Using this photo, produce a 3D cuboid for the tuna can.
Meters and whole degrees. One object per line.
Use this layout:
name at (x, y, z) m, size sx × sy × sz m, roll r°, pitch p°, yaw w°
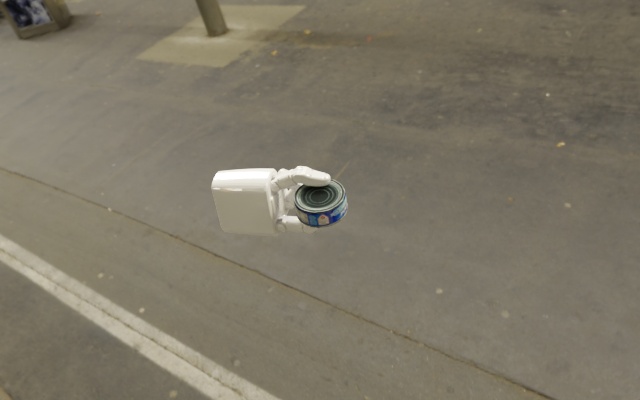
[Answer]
tuna can at (0.000, 0.002, 0.772) m, size 0.086 × 0.034 × 0.086 m, roll -6°, pitch 41°, yaw 5°
